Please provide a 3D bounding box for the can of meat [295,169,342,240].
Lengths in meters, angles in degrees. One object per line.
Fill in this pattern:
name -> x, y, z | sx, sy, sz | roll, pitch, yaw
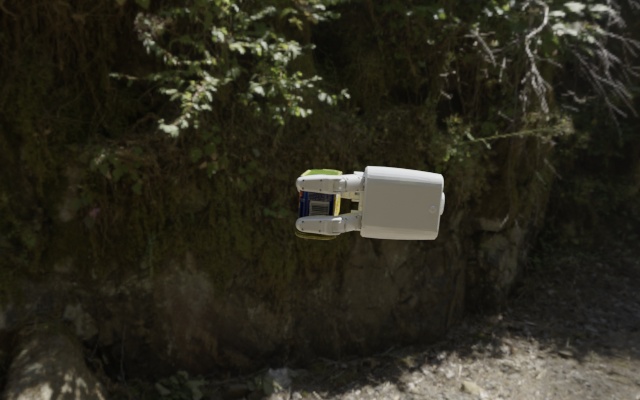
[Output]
can of meat -> 0.000, 0.002, 0.687 | 0.057, 0.084, 0.102 | 5, 12, 7
